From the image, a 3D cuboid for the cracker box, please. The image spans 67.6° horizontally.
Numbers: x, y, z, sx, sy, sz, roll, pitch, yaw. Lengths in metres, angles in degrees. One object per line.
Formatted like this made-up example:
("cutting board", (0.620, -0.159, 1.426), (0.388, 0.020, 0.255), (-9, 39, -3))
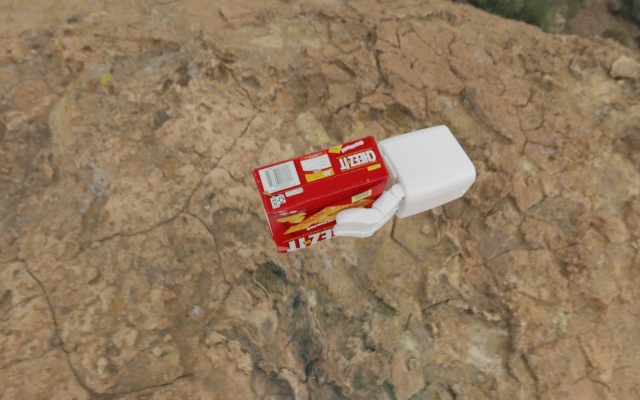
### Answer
("cracker box", (0.000, 0.002, 0.692), (0.164, 0.072, 0.214), (-17, -19, -7))
